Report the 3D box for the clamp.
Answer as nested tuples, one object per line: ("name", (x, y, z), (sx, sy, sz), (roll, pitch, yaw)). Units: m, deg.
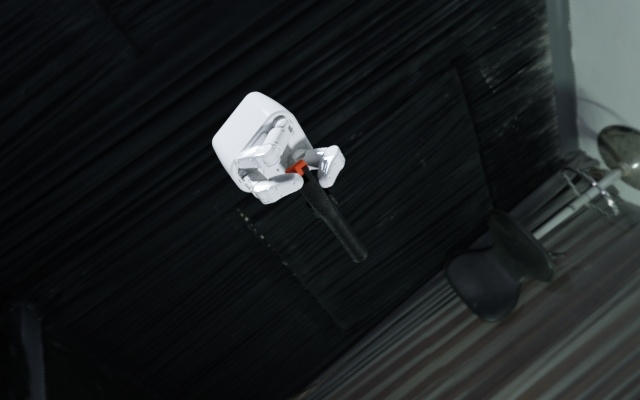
("clamp", (0.000, 0.002, 0.642), (0.039, 0.172, 0.120), (-38, 38, -6))
